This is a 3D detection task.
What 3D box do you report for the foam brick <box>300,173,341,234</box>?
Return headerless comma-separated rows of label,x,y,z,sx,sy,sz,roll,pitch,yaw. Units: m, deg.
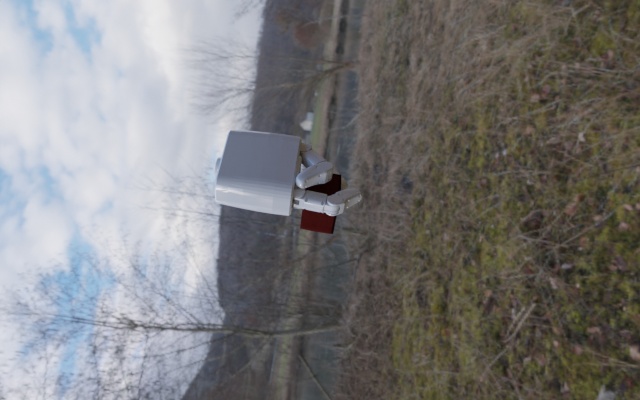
foam brick,0.000,0.003,0.711,0.051,0.078,0.053,7,41,-2
